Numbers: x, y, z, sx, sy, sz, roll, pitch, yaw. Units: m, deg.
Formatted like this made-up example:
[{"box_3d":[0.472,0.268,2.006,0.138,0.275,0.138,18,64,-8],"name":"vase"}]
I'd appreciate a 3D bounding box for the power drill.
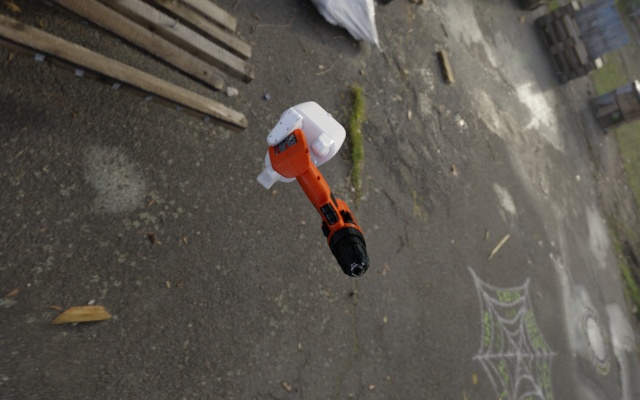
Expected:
[{"box_3d":[0.000,0.002,0.669,0.057,0.188,0.184,-30,26,3],"name":"power drill"}]
